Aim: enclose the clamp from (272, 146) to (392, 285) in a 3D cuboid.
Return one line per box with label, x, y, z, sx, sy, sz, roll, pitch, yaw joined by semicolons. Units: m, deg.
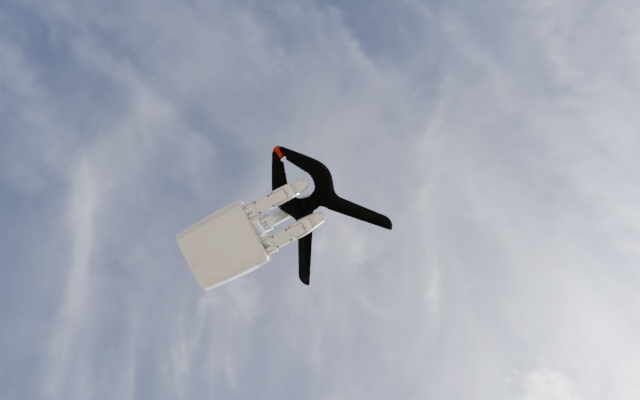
clamp;0.000;0.002;0.726;0.164;0.210;0.036;-27;3;-1
